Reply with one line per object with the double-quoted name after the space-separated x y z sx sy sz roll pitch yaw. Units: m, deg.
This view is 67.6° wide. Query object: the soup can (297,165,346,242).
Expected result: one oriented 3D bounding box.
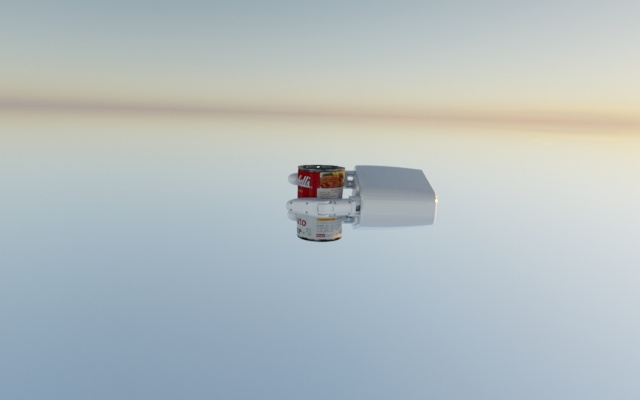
0.000 0.003 0.684 0.068 0.102 0.068 2 10 0 "soup can"
